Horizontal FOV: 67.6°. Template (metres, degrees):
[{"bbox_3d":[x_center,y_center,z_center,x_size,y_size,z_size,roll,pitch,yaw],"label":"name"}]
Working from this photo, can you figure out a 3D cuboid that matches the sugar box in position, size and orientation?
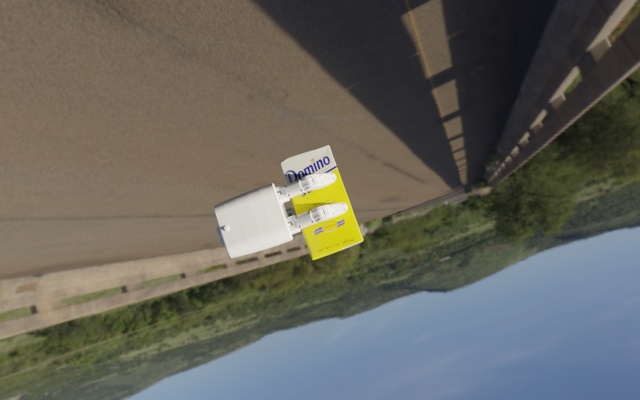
[{"bbox_3d":[0.000,0.003,0.814,0.093,0.176,0.048,-19,-9,-4],"label":"sugar box"}]
